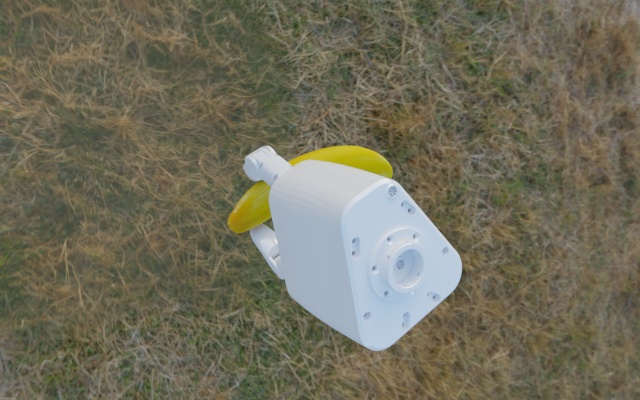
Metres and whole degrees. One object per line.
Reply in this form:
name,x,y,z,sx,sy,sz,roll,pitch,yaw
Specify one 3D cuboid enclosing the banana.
banana,0.002,-0.017,0.470,0.198,0.070,0.037,-10,16,-29
